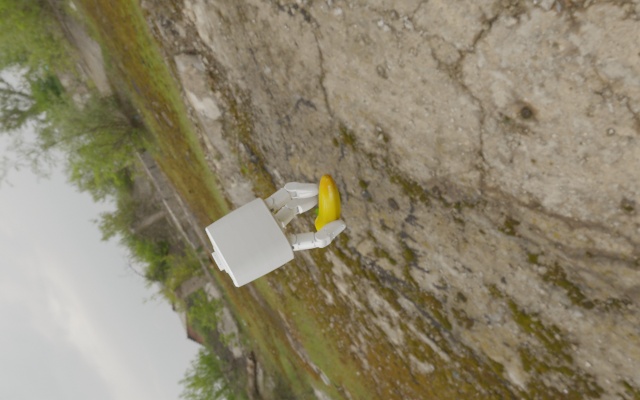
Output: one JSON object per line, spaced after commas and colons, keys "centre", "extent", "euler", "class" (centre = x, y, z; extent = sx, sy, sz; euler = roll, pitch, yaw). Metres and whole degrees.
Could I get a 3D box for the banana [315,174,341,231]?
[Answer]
{"centre": [0.009, 0.020, 0.835], "extent": [0.037, 0.069, 0.198], "euler": [-25, -14, -14], "class": "banana"}
